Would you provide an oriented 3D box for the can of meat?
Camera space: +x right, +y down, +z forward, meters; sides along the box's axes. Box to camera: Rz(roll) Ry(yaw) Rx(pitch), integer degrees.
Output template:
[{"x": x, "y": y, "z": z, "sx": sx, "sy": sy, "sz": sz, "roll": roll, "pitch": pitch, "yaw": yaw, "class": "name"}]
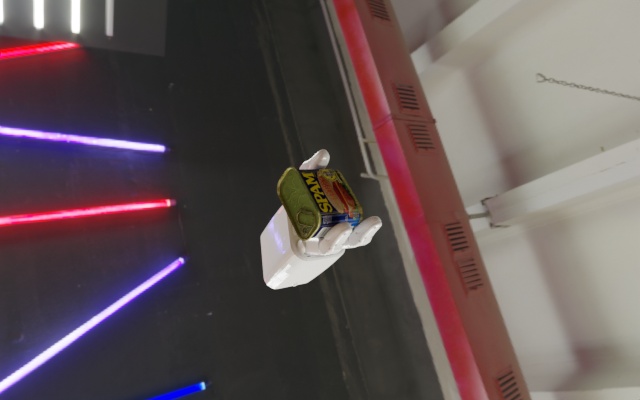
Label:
[{"x": 0.000, "y": 0.002, "z": 0.668, "sx": 0.084, "sy": 0.102, "sz": 0.057, "roll": -4, "pitch": -36, "yaw": -39, "class": "can of meat"}]
